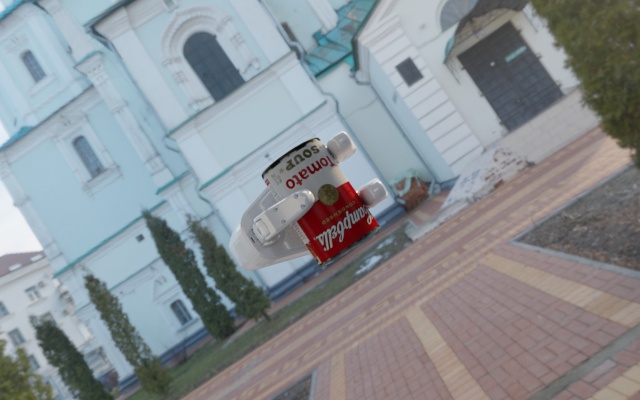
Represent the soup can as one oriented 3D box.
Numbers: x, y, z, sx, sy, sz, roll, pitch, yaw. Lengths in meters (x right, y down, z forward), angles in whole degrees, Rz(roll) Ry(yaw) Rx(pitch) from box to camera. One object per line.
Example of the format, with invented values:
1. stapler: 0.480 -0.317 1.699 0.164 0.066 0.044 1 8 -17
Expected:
1. soup can: 0.000 0.001 0.444 0.068 0.102 0.068 -34 -3 -2
